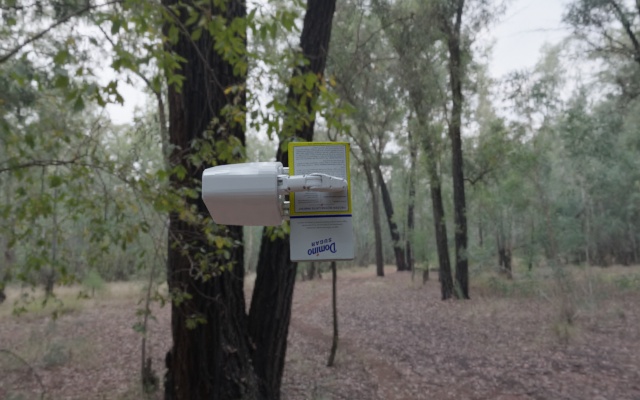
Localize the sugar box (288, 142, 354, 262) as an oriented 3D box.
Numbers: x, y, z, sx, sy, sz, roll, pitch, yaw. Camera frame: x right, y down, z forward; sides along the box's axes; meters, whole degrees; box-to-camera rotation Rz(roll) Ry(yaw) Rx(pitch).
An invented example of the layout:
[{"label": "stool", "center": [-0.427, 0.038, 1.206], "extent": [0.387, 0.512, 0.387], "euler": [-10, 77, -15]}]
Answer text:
[{"label": "sugar box", "center": [0.000, 0.002, 0.709], "extent": [0.093, 0.176, 0.048], "euler": [-1, -8, 0]}]
